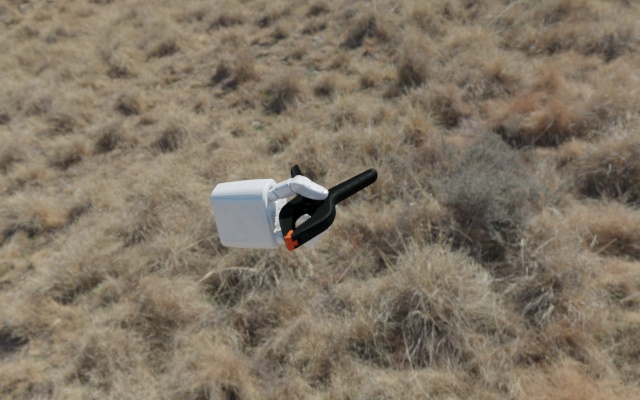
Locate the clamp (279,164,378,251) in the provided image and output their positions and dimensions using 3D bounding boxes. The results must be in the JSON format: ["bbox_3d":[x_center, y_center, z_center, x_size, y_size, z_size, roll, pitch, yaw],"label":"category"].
[{"bbox_3d":[0.000,0.002,0.786,0.164,0.036,0.209,-1,37,20],"label":"clamp"}]
